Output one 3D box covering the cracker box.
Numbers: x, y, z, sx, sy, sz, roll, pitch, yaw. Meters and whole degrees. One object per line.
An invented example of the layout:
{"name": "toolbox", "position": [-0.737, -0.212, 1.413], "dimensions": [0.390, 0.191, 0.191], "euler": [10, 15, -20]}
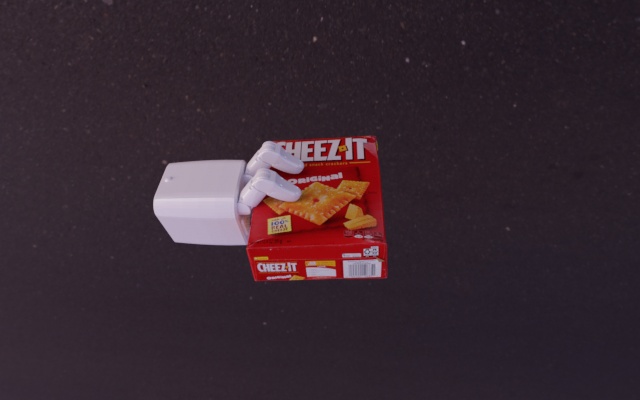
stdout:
{"name": "cracker box", "position": [0.000, 0.002, 0.633], "dimensions": [0.164, 0.072, 0.213], "euler": [-2, 43, 4]}
